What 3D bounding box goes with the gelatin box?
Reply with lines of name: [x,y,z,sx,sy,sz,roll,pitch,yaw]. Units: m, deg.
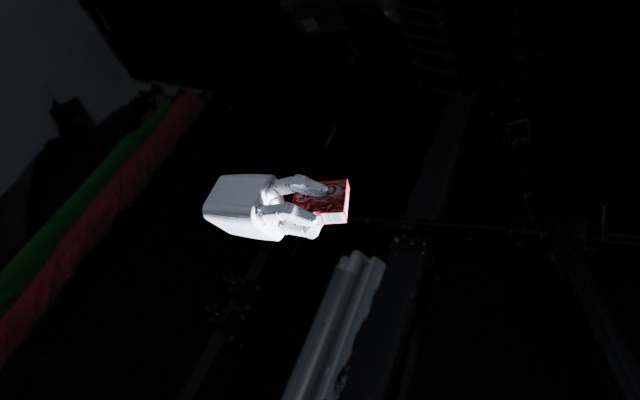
gelatin box: [0.001,0.003,0.770,0.089,0.073,0.030,-4,-43,14]
